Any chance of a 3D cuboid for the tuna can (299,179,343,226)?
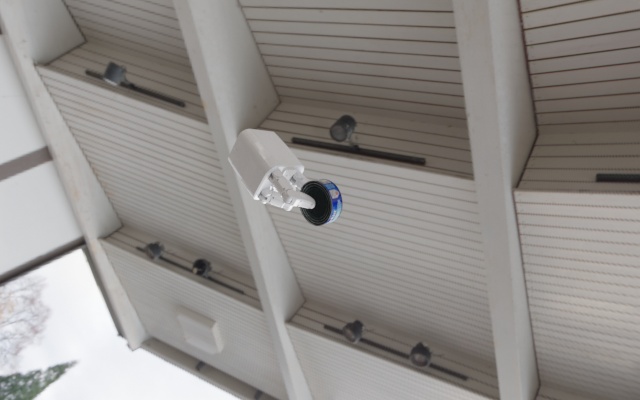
[{"bbox_3d":[0.001,0.003,0.896,0.086,0.086,0.034,0,10,44],"label":"tuna can"}]
